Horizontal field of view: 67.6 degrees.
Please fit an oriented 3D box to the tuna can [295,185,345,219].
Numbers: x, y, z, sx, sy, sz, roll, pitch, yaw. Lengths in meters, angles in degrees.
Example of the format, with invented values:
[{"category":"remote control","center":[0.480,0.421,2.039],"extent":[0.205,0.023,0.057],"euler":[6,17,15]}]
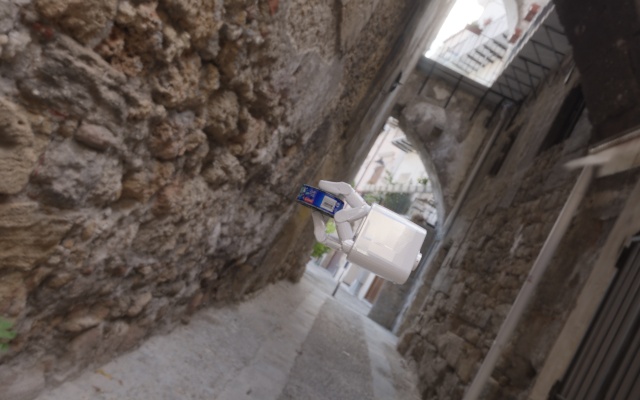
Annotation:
[{"category":"tuna can","center":[0.000,0.002,0.870],"extent":[0.086,0.034,0.086],"euler":[24,-5,2]}]
